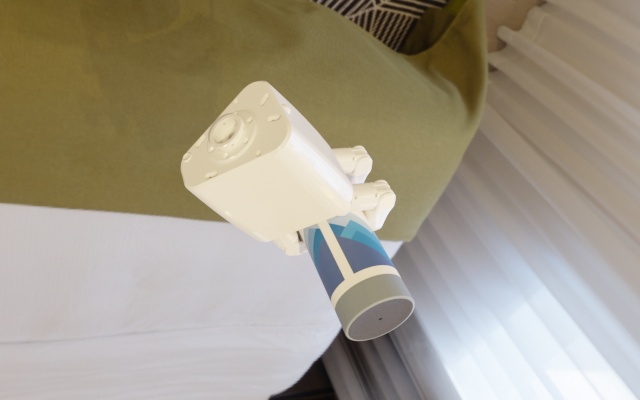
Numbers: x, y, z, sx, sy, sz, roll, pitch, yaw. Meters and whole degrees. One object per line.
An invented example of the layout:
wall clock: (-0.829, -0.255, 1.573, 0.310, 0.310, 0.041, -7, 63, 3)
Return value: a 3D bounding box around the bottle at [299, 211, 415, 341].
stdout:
bottle: (0.000, 0.002, 0.505, 0.069, 0.069, 0.295, 0, 44, -29)
